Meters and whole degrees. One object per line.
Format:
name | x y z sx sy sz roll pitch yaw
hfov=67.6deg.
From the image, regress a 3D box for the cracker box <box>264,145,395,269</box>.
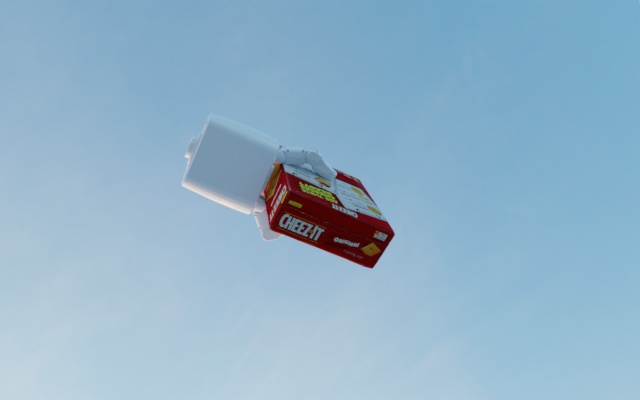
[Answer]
cracker box | 0.000 0.002 0.728 0.164 0.072 0.213 22 18 -18
